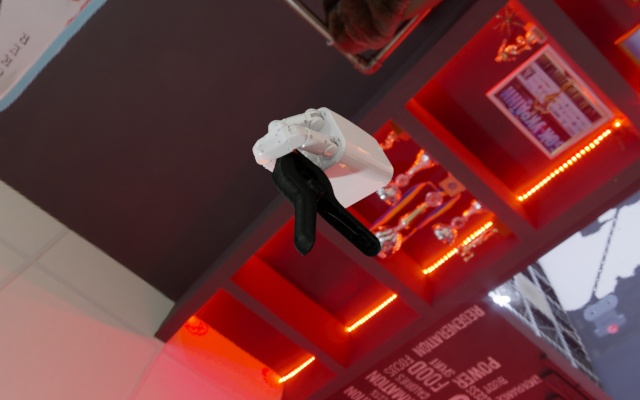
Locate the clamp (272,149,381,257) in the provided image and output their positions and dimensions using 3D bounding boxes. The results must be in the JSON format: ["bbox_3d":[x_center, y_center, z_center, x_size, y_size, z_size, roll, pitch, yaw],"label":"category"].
[{"bbox_3d":[0.000,0.002,0.553,0.120,0.171,0.039,21,-56,-40],"label":"clamp"}]
